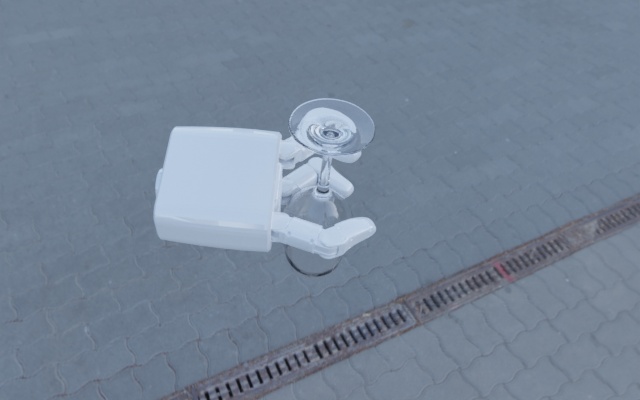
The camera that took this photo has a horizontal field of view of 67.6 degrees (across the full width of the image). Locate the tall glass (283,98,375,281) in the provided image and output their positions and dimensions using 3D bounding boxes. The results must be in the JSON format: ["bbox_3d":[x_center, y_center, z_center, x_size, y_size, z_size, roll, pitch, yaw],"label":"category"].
[{"bbox_3d":[0.000,0.001,0.478,0.079,0.079,0.201,0,-41,-7],"label":"tall glass"}]
